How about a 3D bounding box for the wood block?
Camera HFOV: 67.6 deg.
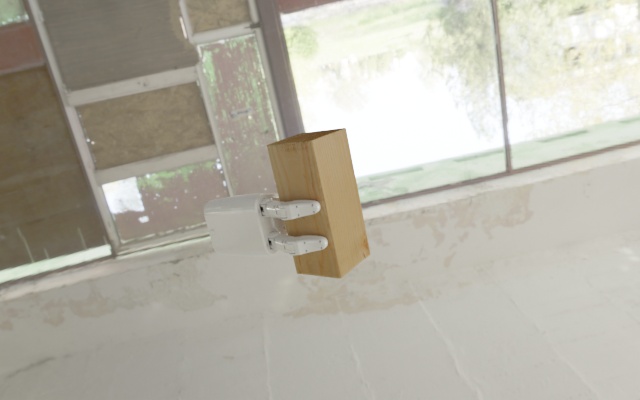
[{"bbox_3d":[0.000,0.002,0.729,0.090,0.206,0.091,-1,19,37],"label":"wood block"}]
